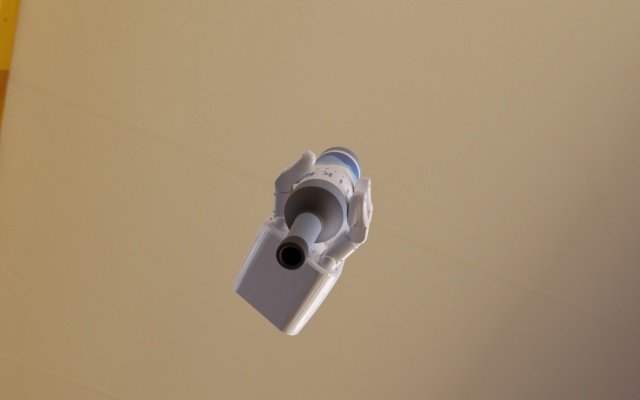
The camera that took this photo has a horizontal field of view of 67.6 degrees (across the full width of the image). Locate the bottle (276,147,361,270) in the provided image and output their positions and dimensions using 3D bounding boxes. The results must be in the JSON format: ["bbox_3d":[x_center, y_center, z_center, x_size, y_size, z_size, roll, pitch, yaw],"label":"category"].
[{"bbox_3d":[0.000,0.002,0.550,0.069,0.069,0.295,0,19,11],"label":"bottle"}]
